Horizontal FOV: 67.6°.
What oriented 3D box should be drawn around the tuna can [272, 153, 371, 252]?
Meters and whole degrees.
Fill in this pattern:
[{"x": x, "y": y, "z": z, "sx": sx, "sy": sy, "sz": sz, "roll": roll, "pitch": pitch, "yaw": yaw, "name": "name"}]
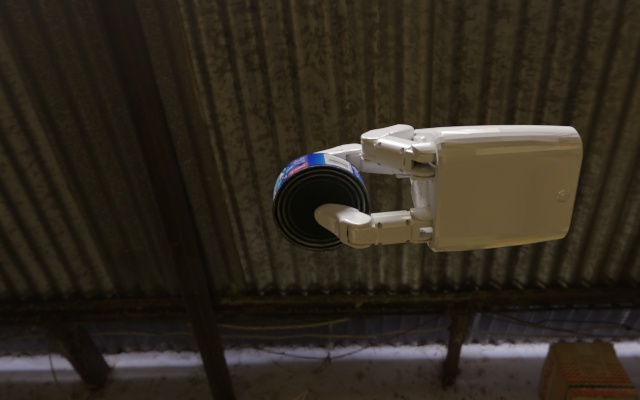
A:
[{"x": 0.000, "y": 0.001, "z": 0.428, "sx": 0.086, "sy": 0.086, "sz": 0.033, "roll": 0, "pitch": 28, "yaw": -5, "name": "tuna can"}]
